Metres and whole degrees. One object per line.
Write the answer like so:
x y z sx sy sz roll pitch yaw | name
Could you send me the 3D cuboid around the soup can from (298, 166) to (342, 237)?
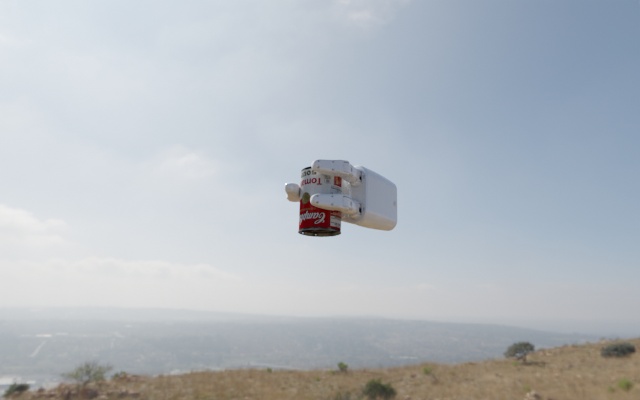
0.000 0.002 0.761 0.068 0.102 0.068 2 -13 0 | soup can
